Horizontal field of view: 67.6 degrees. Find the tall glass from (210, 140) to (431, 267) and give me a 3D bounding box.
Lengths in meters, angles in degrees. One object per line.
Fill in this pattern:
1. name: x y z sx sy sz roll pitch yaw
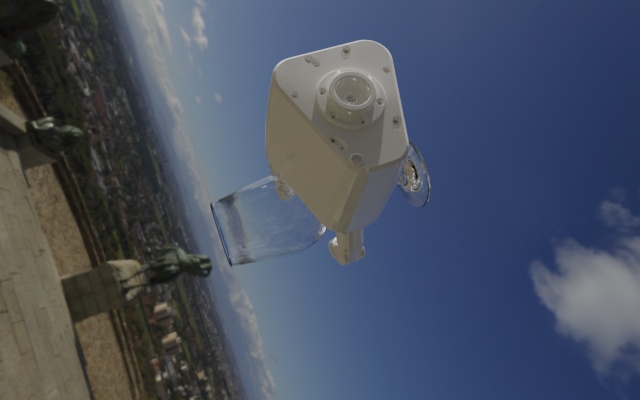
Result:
1. tall glass: 0.001 0.001 0.461 0.201 0.079 0.079 -18 5 -14
